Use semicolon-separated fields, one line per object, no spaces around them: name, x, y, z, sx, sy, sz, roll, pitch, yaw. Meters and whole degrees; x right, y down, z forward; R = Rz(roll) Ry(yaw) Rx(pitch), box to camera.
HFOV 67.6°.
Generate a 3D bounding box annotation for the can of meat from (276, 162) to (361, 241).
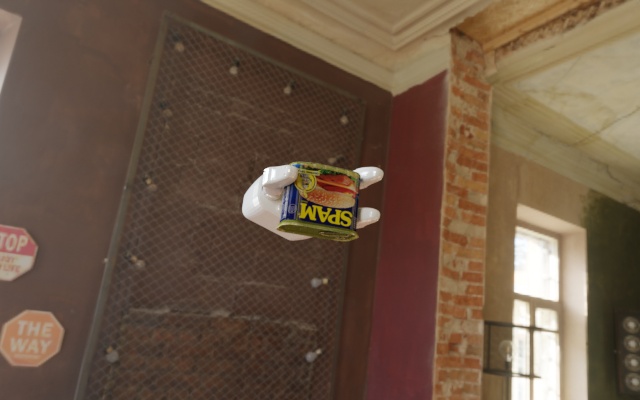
can of meat;0.000;0.002;0.612;0.102;0.084;0.057;11;-16;-17
